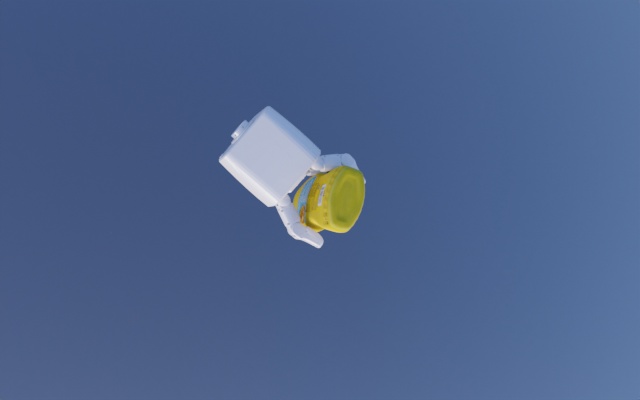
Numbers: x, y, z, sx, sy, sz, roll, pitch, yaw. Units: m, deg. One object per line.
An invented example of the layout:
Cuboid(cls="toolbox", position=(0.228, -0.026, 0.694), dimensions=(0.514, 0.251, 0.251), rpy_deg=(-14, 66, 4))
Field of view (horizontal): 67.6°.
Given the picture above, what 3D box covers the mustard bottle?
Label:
Cuboid(cls="mustard bottle", position=(0.001, 0.003, 0.767), dimensions=(0.058, 0.096, 0.191), rpy_deg=(16, -10, -22))
